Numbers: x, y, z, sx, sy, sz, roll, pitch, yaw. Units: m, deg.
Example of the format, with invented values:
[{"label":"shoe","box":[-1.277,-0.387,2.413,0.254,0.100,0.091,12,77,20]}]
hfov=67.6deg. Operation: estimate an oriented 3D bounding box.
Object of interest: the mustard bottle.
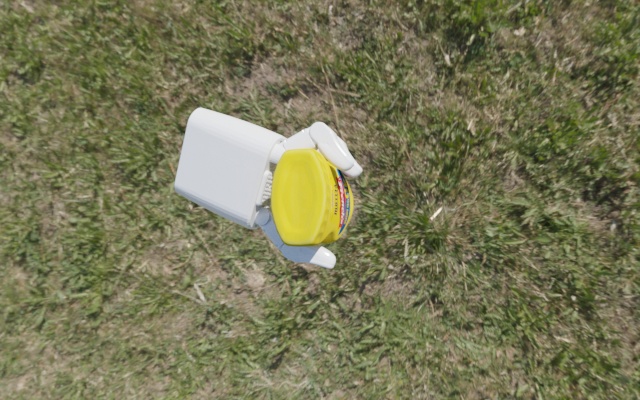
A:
[{"label":"mustard bottle","box":[0.000,0.002,0.547,0.058,0.096,0.191,-2,-4,13]}]
